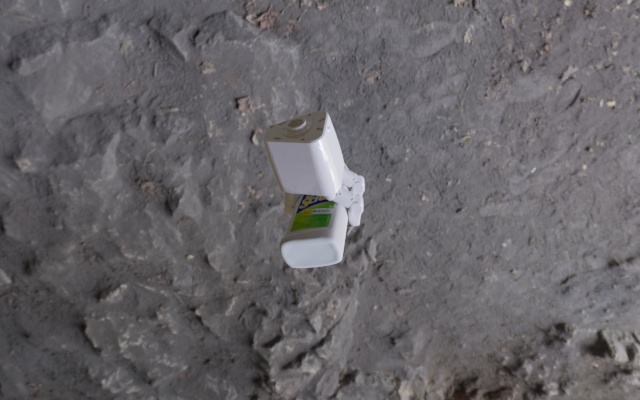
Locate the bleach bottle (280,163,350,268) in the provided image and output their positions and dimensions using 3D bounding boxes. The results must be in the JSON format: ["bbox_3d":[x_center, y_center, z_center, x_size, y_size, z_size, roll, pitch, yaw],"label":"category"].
[{"bbox_3d":[0.000,0.003,0.844,0.102,0.068,0.250,-7,40,15],"label":"bleach bottle"}]
